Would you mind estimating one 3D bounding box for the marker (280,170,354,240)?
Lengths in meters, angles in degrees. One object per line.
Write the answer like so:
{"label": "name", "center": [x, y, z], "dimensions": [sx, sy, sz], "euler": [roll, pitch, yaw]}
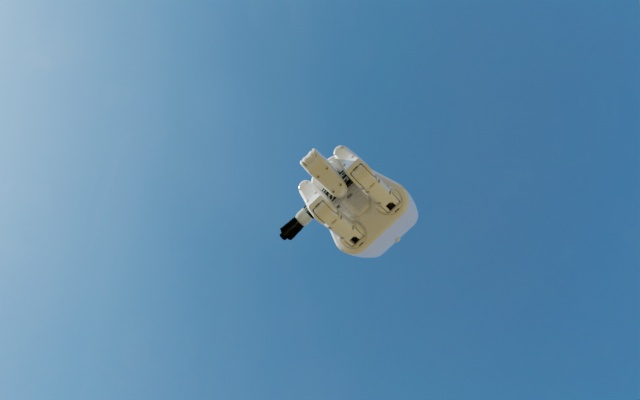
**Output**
{"label": "marker", "center": [0.000, 0.002, 0.536], "dimensions": [0.121, 0.020, 0.020], "euler": [-43, -7, 8]}
